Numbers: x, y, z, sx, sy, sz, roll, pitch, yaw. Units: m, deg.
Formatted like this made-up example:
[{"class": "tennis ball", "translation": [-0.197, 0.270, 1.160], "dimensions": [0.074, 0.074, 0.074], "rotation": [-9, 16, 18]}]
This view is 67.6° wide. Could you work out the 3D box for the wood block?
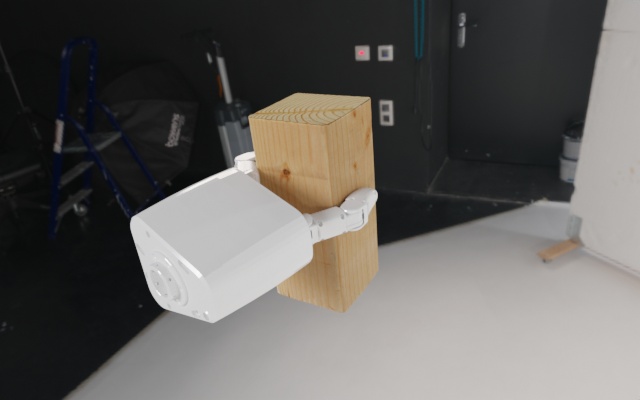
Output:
[{"class": "wood block", "translation": [0.000, 0.002, 0.504], "dimensions": [0.091, 0.206, 0.090], "rotation": [11, 31, 30]}]
